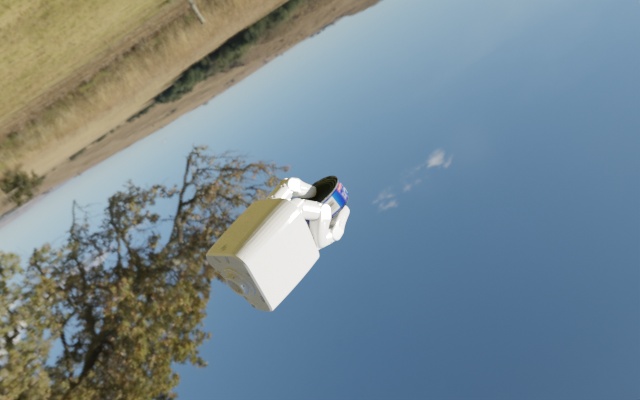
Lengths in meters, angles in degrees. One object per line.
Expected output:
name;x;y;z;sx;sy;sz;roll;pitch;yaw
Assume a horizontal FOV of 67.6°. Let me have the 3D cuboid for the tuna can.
tuna can;0.000;0.003;0.729;0.086;0.034;0.086;-32;22;15
